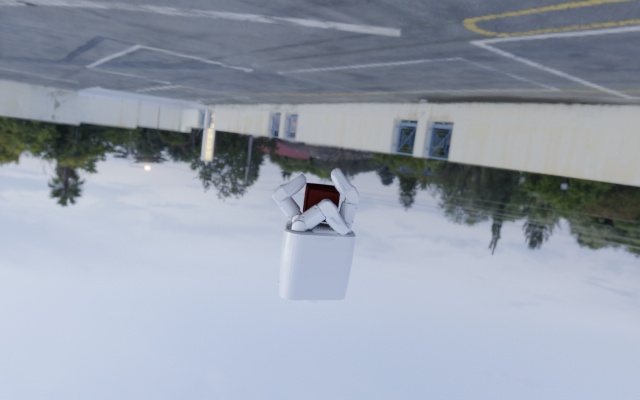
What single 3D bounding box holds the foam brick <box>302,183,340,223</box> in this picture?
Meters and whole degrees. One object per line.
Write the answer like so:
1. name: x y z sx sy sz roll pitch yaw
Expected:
1. foam brick: 0.000 0.002 0.762 0.053 0.051 0.078 7 8 -4
